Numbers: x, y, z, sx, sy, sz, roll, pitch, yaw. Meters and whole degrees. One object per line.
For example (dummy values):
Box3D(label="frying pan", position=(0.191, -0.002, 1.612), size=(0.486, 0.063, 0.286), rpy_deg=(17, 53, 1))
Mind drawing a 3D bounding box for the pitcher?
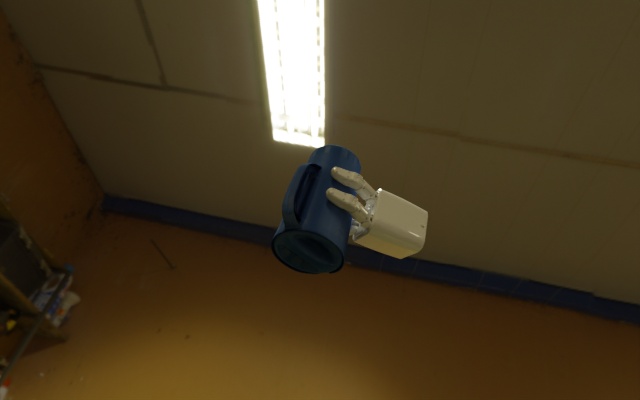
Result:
Box3D(label="pitcher", position=(0.000, 0.003, 0.895), size=(0.145, 0.242, 0.149), rpy_deg=(24, -40, -8))
